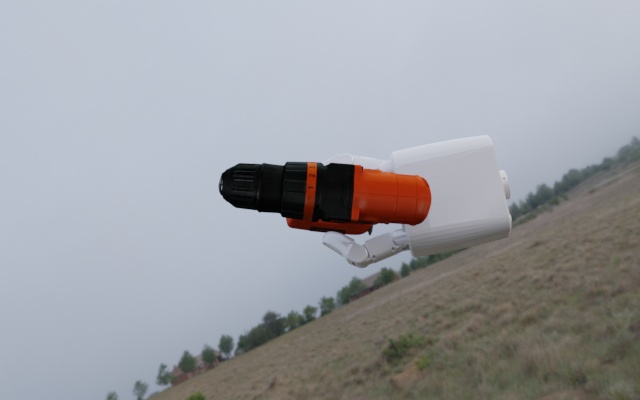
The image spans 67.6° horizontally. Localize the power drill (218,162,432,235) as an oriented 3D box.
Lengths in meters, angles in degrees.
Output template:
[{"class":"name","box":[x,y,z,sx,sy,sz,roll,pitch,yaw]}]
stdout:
[{"class":"power drill","box":[0.000,0.002,0.485,0.184,0.057,0.187,6,-5,-3]}]
